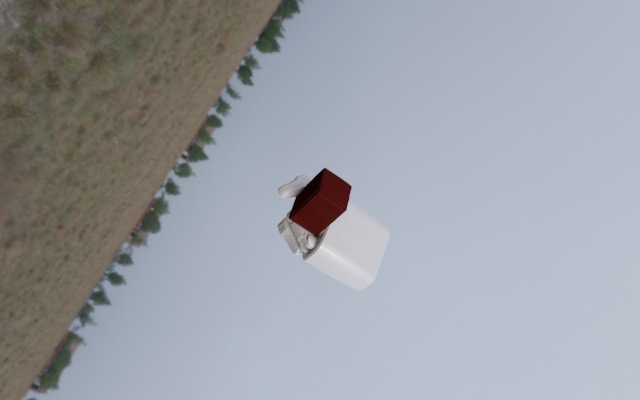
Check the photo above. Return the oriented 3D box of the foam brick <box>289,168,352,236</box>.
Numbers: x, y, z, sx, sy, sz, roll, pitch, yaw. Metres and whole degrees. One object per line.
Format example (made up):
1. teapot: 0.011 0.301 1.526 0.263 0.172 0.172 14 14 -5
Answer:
1. foam brick: 0.000 0.002 0.684 0.051 0.053 0.078 33 -48 -16
